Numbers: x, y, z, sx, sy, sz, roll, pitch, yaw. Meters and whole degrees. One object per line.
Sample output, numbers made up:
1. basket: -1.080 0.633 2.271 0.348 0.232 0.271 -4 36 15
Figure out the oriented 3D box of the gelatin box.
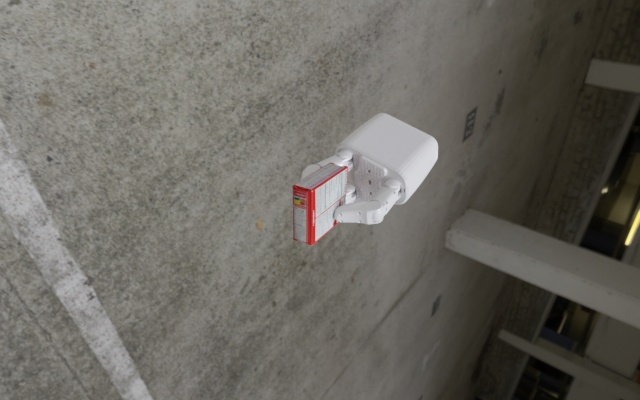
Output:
1. gelatin box: 0.000 0.002 0.585 0.030 0.073 0.089 16 30 26
